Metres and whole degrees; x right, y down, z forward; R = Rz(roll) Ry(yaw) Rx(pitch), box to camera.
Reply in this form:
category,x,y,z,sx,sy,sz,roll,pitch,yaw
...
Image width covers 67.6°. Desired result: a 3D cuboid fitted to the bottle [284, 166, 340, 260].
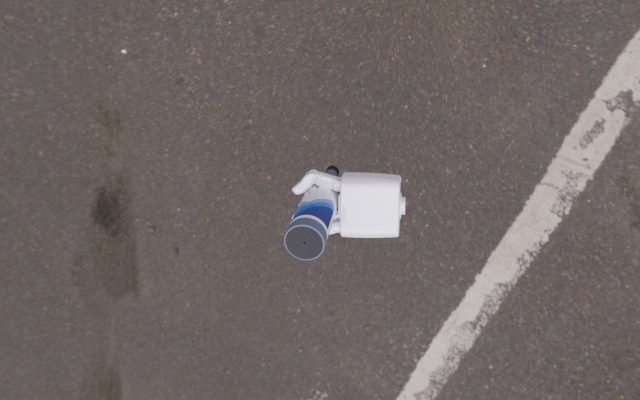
category,x,y,z,sx,sy,sz,roll,pitch,yaw
bottle,0.000,0.003,0.888,0.069,0.069,0.295,0,26,11
